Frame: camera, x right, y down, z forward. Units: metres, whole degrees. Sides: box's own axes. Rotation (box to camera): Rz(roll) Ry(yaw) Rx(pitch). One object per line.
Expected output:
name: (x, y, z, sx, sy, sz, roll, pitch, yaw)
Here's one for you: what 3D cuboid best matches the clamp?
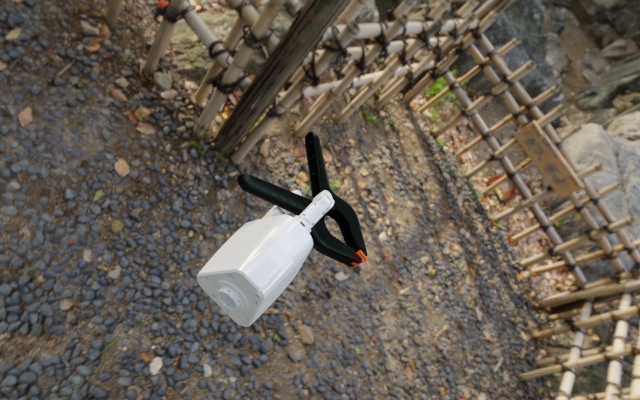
clamp: (0.001, 0.002, 0.695, 0.164, 0.210, 0.036, -47, 8, -39)
